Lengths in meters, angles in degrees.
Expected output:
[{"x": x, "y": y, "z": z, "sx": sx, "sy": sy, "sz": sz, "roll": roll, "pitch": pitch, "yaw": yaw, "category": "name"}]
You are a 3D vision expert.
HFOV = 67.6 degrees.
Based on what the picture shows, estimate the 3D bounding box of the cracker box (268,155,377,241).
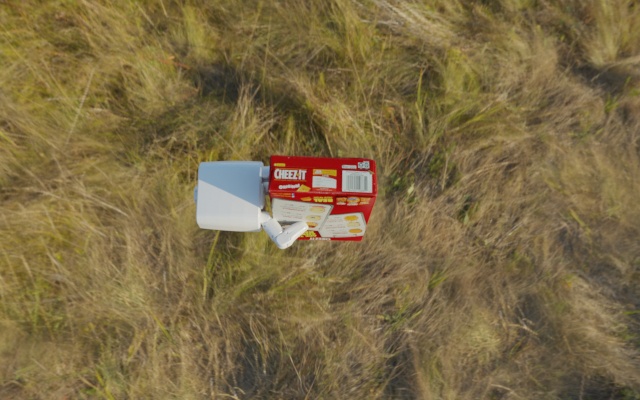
[{"x": 0.000, "y": 0.003, "z": 0.808, "sx": 0.164, "sy": 0.072, "sz": 0.214, "roll": 2, "pitch": -23, "yaw": -1, "category": "cracker box"}]
